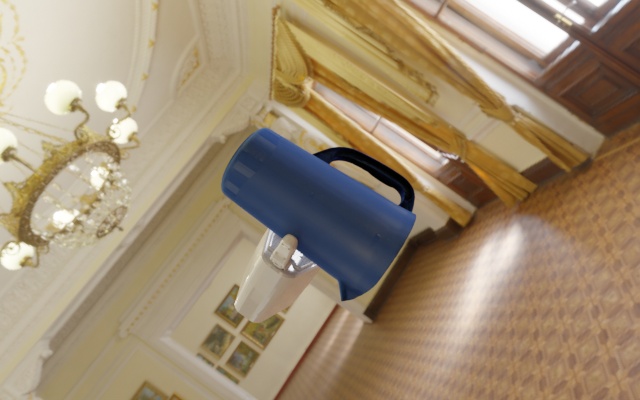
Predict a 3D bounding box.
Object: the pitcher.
[{"bbox_3d":[0.000,0.002,0.639,0.243,0.145,0.149,34,28,3],"label":"pitcher"}]
